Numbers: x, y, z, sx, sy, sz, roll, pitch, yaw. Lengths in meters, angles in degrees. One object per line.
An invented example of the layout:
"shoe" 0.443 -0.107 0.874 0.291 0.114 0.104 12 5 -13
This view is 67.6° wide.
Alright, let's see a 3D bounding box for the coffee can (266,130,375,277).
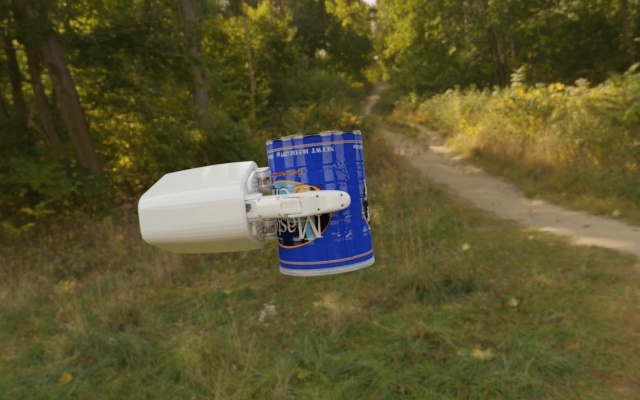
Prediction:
"coffee can" 0.000 0.002 0.513 0.103 0.140 0.103 -6 3 0
